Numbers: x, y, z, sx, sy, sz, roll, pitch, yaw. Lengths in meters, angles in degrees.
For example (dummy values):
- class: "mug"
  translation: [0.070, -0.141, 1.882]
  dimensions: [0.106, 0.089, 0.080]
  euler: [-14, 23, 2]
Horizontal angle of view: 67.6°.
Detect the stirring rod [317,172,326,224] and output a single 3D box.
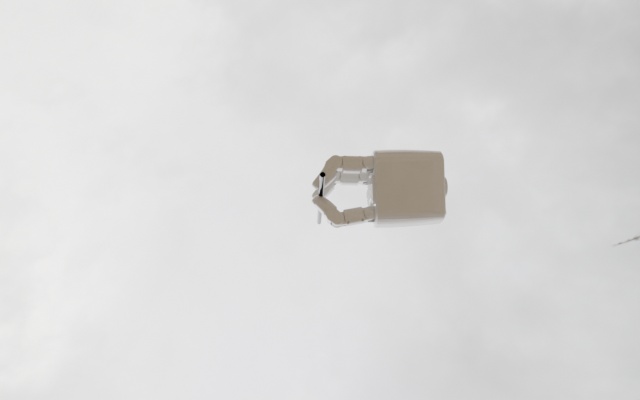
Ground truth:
- class: "stirring rod"
  translation: [0.000, 0.002, 0.757]
  dimensions: [0.011, 0.011, 0.240]
  euler: [0, -18, -1]
